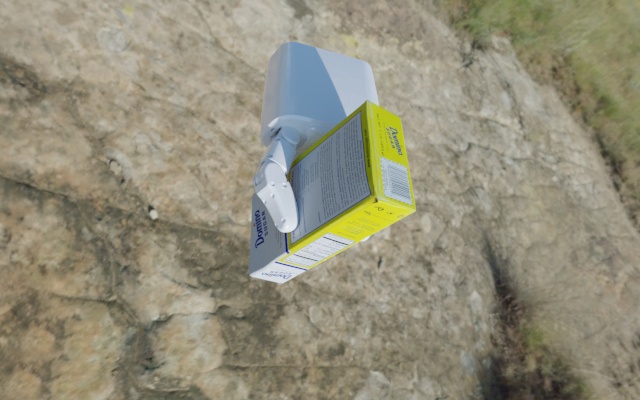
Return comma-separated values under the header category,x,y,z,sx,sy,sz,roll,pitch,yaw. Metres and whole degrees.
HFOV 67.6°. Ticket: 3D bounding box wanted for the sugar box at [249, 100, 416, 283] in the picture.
category,x,y,z,sx,sy,sz,roll,pitch,yaw
sugar box,0.001,0.001,0.422,0.048,0.093,0.176,18,-36,-31
